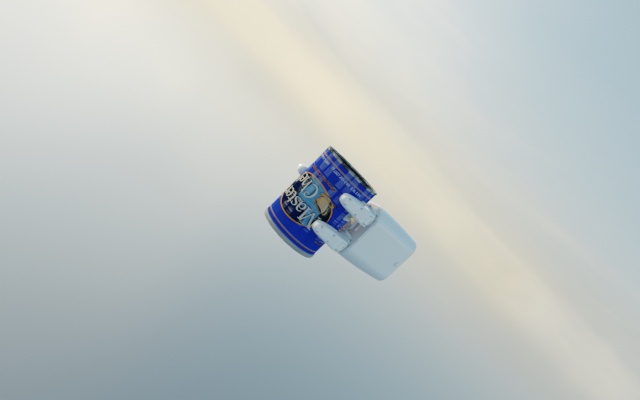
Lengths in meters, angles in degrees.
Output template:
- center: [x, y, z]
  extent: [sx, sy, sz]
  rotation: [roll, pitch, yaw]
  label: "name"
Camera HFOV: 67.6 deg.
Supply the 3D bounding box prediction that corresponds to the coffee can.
- center: [0.000, 0.002, 0.723]
  extent: [0.140, 0.103, 0.103]
  rotation: [-44, -9, 9]
  label: "coffee can"
